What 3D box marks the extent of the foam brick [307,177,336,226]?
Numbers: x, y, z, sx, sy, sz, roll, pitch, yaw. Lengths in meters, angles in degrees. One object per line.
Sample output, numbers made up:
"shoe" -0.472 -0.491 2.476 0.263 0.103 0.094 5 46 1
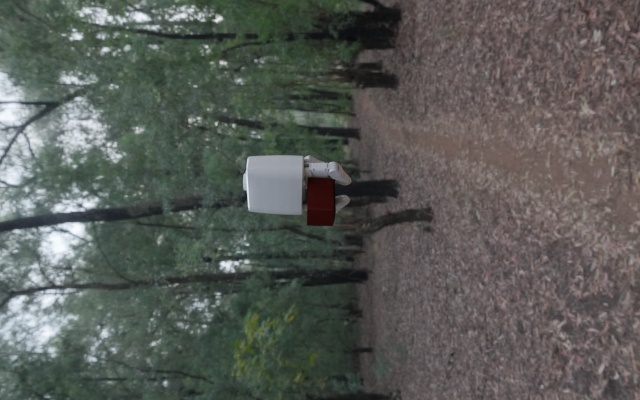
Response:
"foam brick" 0.000 0.003 0.894 0.051 0.078 0.053 2 -36 -4
